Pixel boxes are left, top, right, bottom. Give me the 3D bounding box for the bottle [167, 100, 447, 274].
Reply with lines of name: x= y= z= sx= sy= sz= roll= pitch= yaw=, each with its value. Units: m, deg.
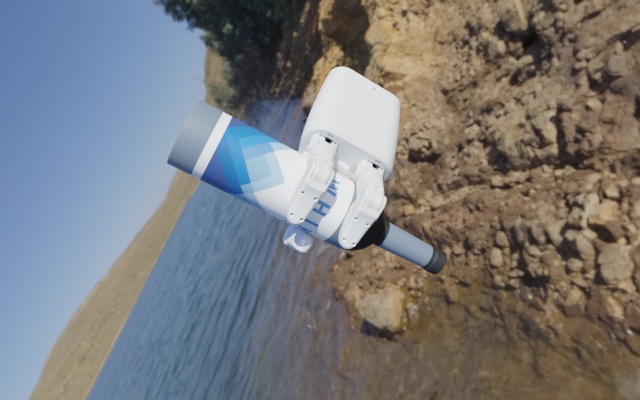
bottle: x=0.000 y=0.002 z=0.476 sx=0.296 sy=0.069 sz=0.069 roll=27 pitch=-7 yaw=-14
